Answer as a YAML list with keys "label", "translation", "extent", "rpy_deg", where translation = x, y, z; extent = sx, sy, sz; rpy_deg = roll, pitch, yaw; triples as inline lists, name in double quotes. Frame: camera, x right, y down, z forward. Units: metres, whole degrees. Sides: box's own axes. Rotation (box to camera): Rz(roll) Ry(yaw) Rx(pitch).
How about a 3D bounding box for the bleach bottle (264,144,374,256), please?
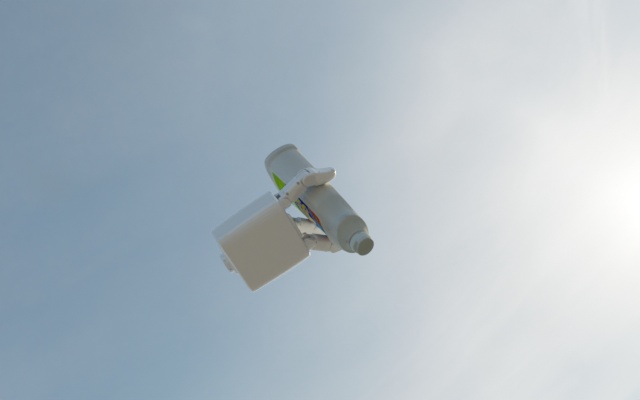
- label: "bleach bottle"
  translation: [0.000, 0.002, 0.750]
  extent: [0.068, 0.103, 0.250]
  rpy_deg: [-34, 40, -11]
